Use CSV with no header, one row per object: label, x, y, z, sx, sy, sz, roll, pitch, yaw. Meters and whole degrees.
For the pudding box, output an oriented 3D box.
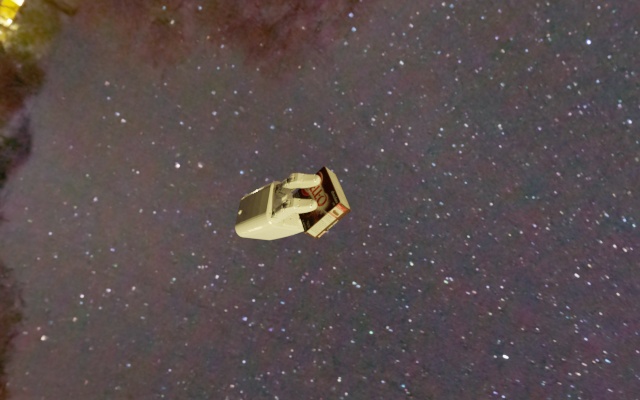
pudding box,0.000,0.003,0.890,0.090,0.113,0.039,-43,-48,18
